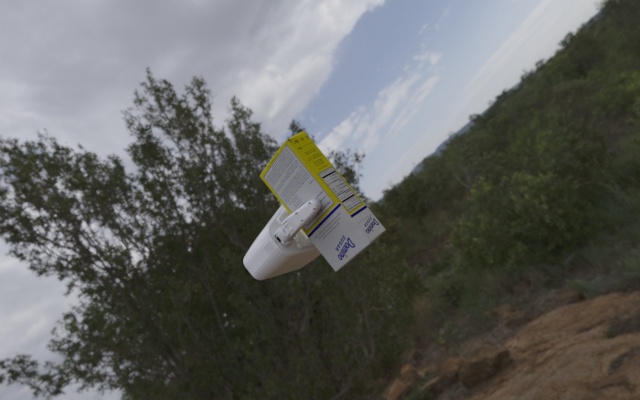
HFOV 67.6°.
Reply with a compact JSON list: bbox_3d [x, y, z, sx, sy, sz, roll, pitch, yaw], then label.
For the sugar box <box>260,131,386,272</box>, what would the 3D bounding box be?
[{"bbox_3d":[0.000,0.002,0.653,0.048,0.176,0.093,-35,-8,-44],"label":"sugar box"}]
